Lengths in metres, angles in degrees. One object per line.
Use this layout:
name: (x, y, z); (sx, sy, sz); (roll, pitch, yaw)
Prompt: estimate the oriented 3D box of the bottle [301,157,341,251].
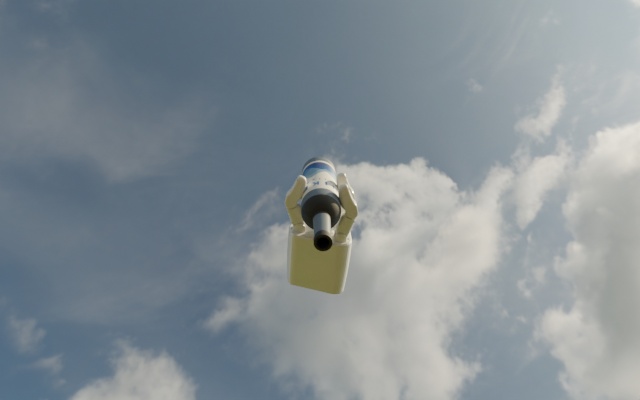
bottle: (0.000, 0.002, 0.816); (0.069, 0.069, 0.295); (0, 23, -2)
